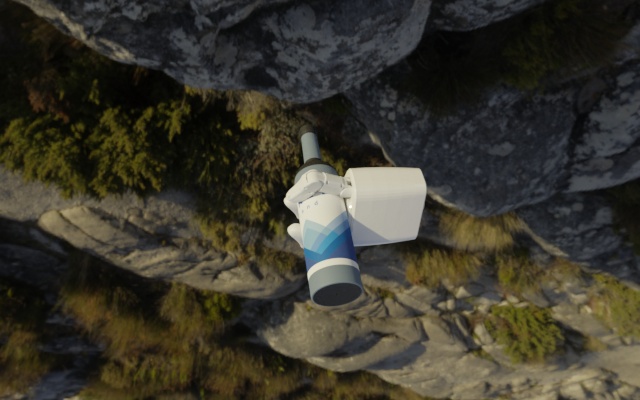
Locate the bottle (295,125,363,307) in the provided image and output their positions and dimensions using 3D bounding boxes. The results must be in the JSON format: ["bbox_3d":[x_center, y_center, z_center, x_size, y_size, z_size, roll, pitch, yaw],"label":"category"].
[{"bbox_3d":[0.000,0.002,0.683,0.069,0.295,0.069,-7,-37,-5],"label":"bottle"}]
